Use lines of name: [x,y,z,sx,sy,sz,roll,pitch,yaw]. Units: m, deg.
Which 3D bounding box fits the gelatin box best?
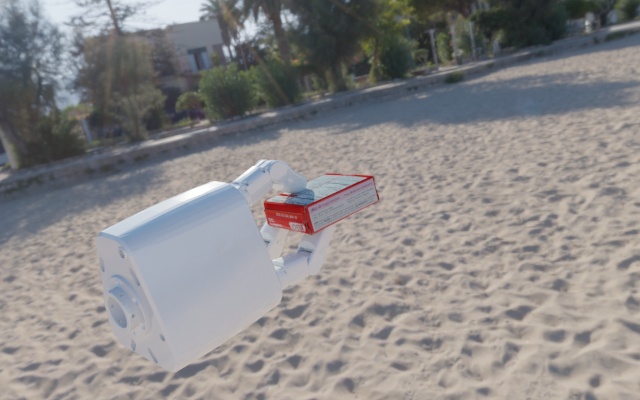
gelatin box: [0.000,0.001,0.466,0.089,0.030,0.073,-26,19,-33]
